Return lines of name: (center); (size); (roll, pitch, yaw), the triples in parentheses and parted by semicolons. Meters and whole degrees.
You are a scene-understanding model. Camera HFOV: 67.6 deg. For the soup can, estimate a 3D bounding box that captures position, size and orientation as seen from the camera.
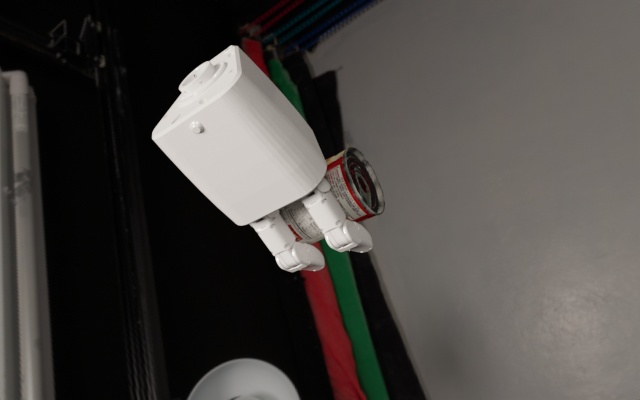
soup can: (0.000, 0.002, 0.454); (0.102, 0.068, 0.068); (-26, -11, 25)
